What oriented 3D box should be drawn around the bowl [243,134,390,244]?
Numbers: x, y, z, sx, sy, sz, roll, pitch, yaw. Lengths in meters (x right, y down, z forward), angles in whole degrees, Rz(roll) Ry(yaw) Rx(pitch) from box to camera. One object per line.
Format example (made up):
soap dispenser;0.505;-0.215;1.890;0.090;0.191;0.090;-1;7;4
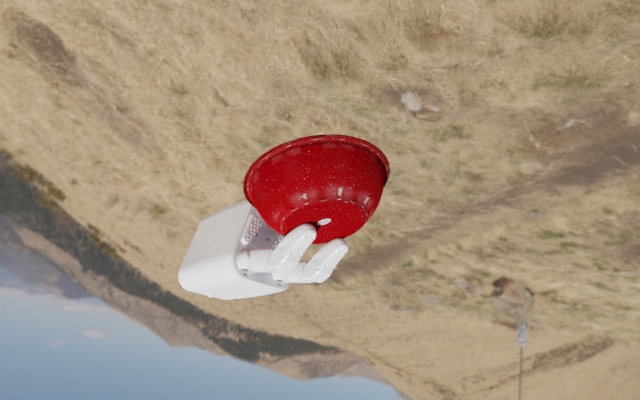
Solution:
bowl;0.001;0.001;0.508;0.162;0.055;0.162;-7;-32;-4
